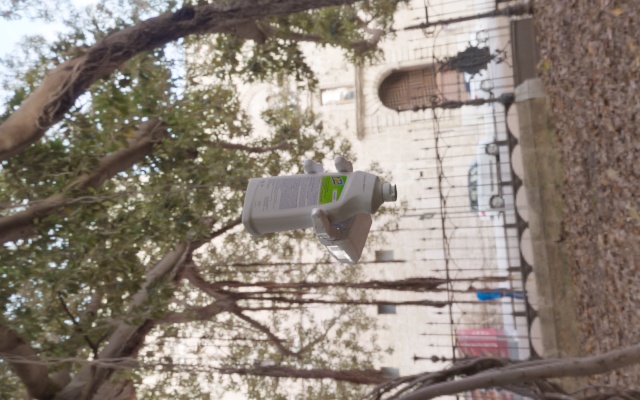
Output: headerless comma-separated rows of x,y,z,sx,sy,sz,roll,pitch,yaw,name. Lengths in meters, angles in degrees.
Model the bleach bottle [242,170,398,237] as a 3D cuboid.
0.000,0.002,0.792,0.251,0.102,0.068,-4,-29,17,bleach bottle
